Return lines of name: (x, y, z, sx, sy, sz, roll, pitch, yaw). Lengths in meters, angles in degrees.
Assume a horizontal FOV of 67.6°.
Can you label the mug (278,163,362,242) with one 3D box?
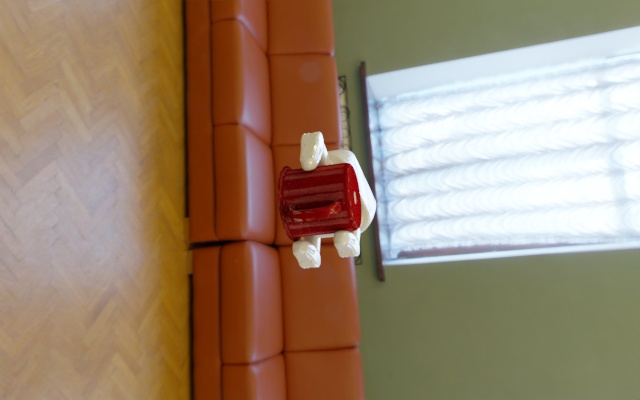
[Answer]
mug: (0.000, 0.002, 0.557, 0.081, 0.093, 0.117, -7, 9, 14)
